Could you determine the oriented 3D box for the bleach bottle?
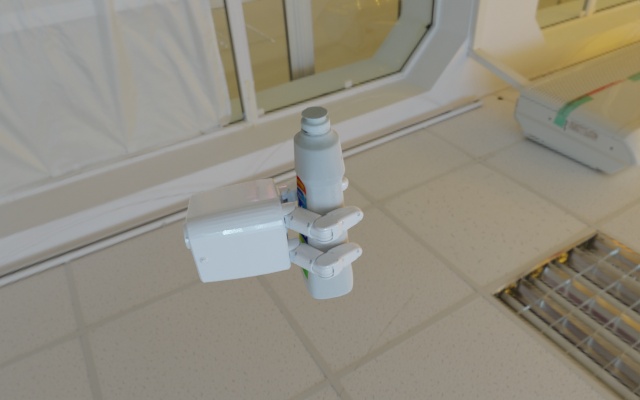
[{"bbox_3d":[0.000,0.002,0.580,0.068,0.251,0.102,-10,38,-7],"label":"bleach bottle"}]
